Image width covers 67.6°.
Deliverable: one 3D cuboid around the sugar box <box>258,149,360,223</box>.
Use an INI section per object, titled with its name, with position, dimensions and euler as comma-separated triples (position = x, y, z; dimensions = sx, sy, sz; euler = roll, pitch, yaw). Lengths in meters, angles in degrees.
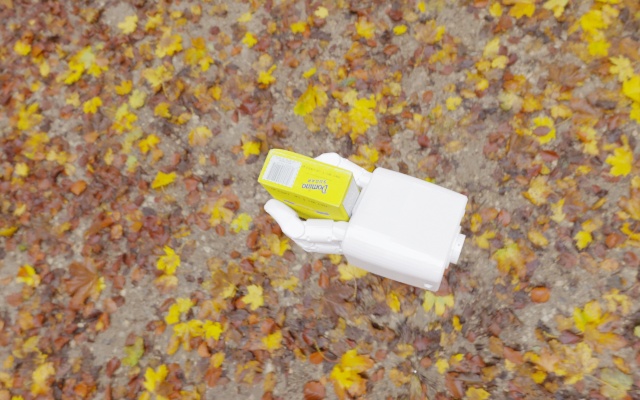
[sugar box]
position = 0.000, 0.002, 0.554
dimensions = 0.093, 0.048, 0.176
euler = 18, -15, 17
